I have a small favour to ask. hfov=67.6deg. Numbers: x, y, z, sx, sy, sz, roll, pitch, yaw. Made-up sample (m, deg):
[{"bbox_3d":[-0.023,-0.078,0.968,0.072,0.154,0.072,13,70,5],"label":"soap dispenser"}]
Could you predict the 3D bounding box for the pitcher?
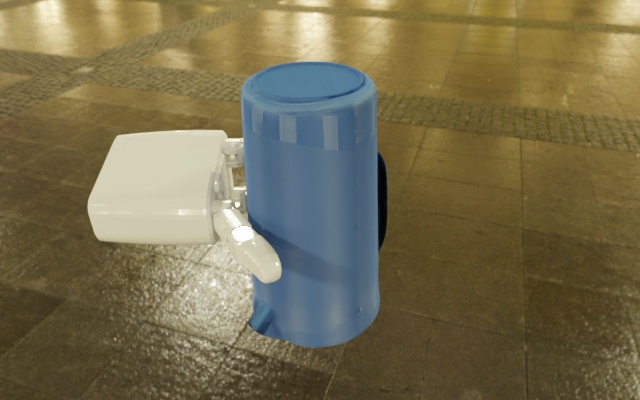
[{"bbox_3d":[0.000,0.002,0.446,0.145,0.243,0.149,0,33,1],"label":"pitcher"}]
